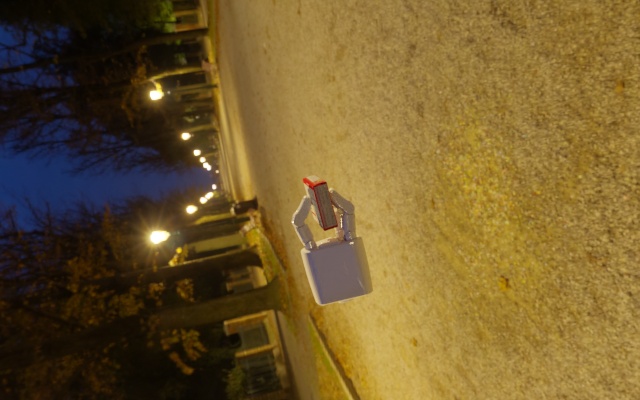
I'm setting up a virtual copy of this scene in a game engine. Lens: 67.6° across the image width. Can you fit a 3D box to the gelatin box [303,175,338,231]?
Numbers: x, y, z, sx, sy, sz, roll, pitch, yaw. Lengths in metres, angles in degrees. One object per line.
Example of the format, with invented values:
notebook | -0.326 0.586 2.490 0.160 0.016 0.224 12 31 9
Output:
gelatin box | 0.000 0.003 0.874 0.030 0.089 0.073 -19 18 -11
